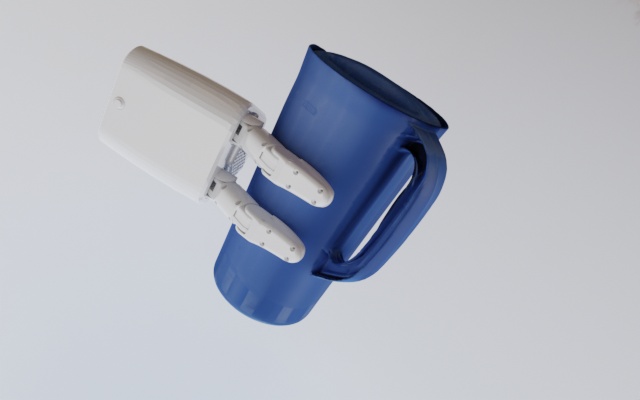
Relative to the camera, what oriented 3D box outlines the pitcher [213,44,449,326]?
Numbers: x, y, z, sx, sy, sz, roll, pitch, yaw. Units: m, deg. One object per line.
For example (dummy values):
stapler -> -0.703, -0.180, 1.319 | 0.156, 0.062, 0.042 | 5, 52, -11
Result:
pitcher -> 0.000, 0.001, 0.430 | 0.145, 0.243, 0.149 | 31, 23, 1
